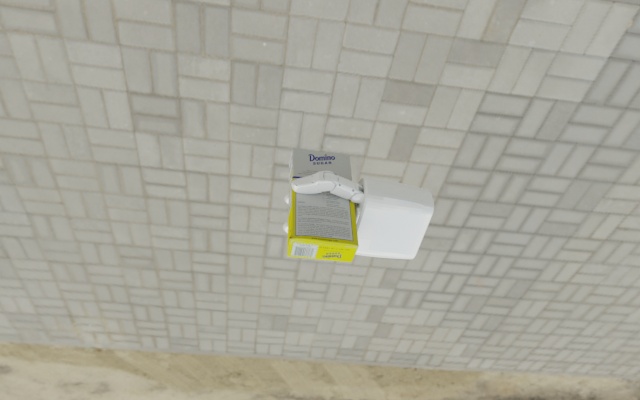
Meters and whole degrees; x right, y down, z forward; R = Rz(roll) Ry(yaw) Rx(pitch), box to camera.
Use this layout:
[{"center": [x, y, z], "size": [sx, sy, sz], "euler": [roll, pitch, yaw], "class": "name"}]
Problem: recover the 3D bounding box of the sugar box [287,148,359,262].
[{"center": [0.000, 0.003, 0.692], "size": [0.093, 0.176, 0.048], "euler": [7, -44, -9], "class": "sugar box"}]
